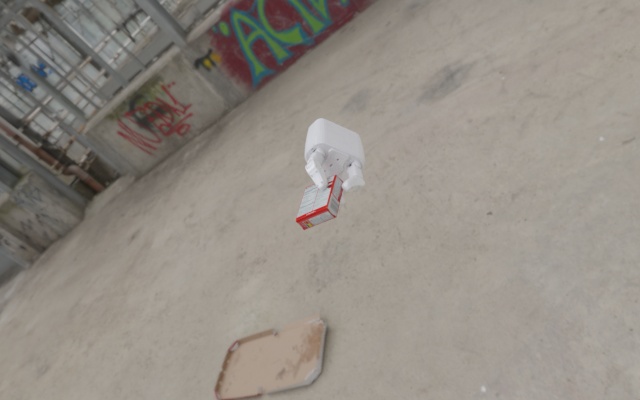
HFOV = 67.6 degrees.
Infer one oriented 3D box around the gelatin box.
[{"bbox_3d":[0.000,0.003,0.843,0.073,0.089,0.030,-23,-56,33],"label":"gelatin box"}]
